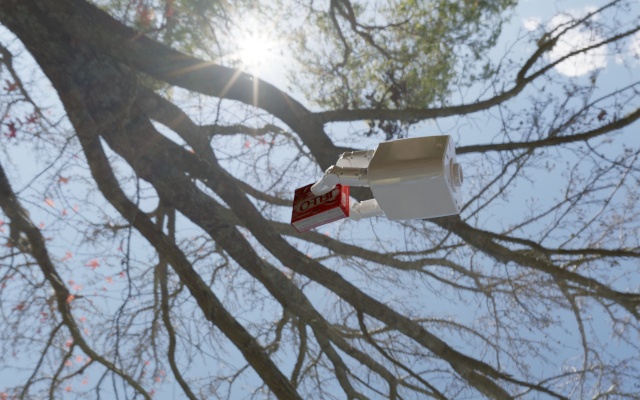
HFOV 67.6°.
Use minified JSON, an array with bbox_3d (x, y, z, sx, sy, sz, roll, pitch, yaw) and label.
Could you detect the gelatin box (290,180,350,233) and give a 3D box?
[{"bbox_3d":[0.000,0.003,0.728,0.089,0.073,0.030,-20,-49,23],"label":"gelatin box"}]
